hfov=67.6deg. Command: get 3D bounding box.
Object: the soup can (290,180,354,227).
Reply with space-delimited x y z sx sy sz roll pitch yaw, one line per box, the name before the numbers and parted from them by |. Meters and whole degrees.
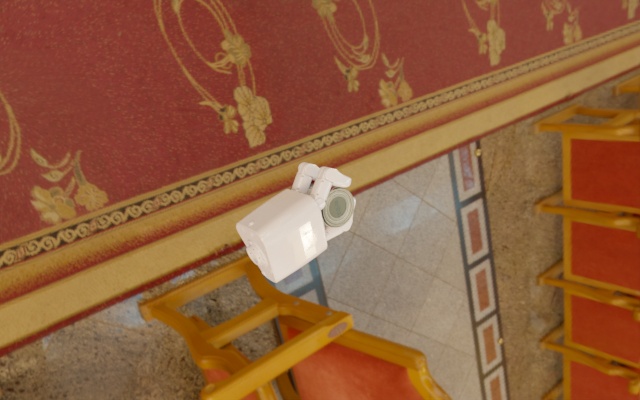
soup can | 0.001 0.003 0.806 0.068 0.068 0.102 0 10 -36
